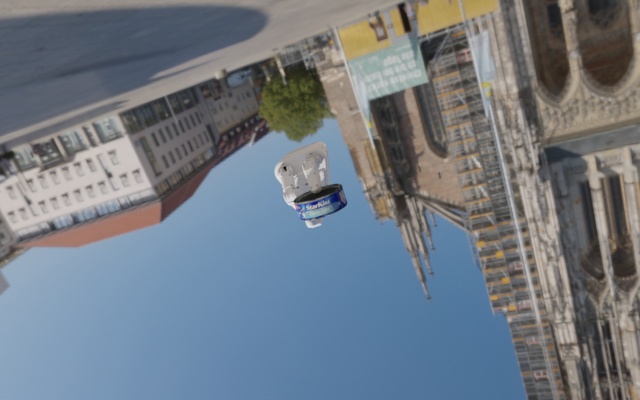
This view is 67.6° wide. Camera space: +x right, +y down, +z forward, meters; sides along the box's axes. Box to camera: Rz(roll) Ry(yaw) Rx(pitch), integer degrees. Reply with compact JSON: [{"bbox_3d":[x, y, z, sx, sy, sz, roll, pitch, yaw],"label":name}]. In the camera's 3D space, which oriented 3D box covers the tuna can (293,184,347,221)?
[{"bbox_3d":[0.000,0.003,0.791,0.086,0.034,0.086,-18,12,4],"label":"tuna can"}]
